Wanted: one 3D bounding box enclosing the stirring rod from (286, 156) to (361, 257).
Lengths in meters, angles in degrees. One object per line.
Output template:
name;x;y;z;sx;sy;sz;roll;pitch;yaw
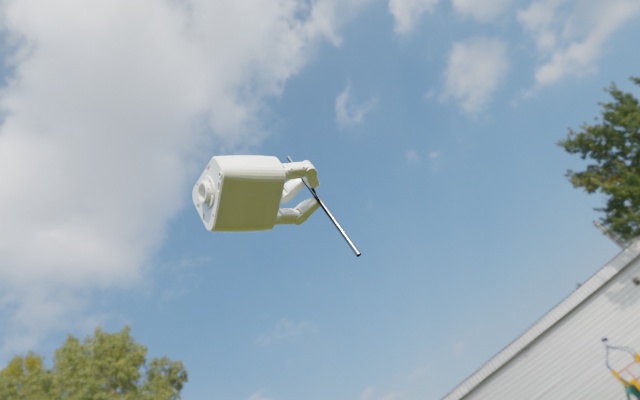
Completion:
stirring rod;0.000;0.003;0.783;0.011;0.011;0.239;0;41;-39
